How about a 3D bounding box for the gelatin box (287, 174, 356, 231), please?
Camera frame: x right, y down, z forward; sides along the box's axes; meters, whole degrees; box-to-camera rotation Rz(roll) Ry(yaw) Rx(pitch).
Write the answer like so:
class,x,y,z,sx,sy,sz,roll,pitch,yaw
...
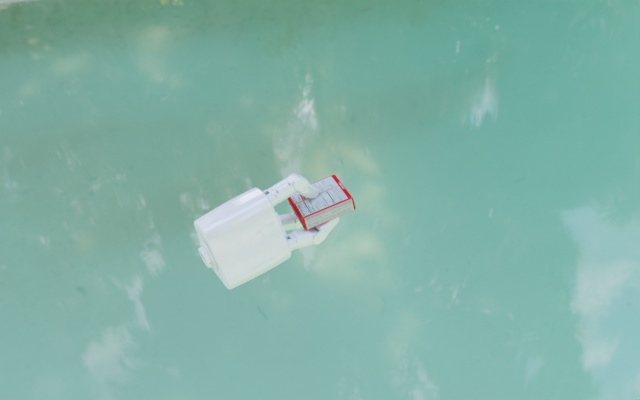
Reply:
class,x,y,z,sx,sy,sz,roll,pitch,yaw
gelatin box,0.000,0.002,0.760,0.089,0.030,0.073,-23,39,-9
